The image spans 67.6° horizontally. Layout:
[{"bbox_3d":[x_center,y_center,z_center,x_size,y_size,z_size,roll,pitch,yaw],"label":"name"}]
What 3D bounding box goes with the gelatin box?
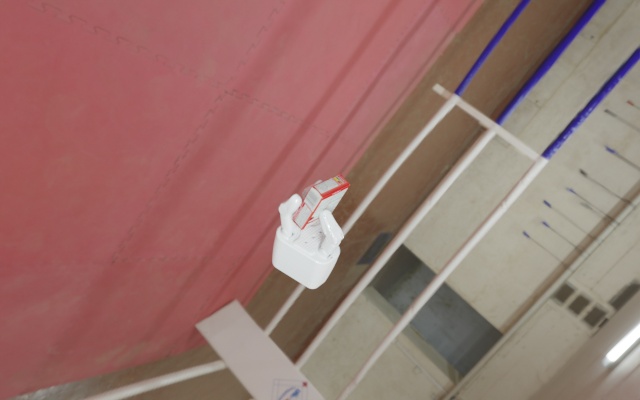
[{"bbox_3d":[0.001,0.003,0.793,0.073,0.030,0.089,-25,-23,-44],"label":"gelatin box"}]
